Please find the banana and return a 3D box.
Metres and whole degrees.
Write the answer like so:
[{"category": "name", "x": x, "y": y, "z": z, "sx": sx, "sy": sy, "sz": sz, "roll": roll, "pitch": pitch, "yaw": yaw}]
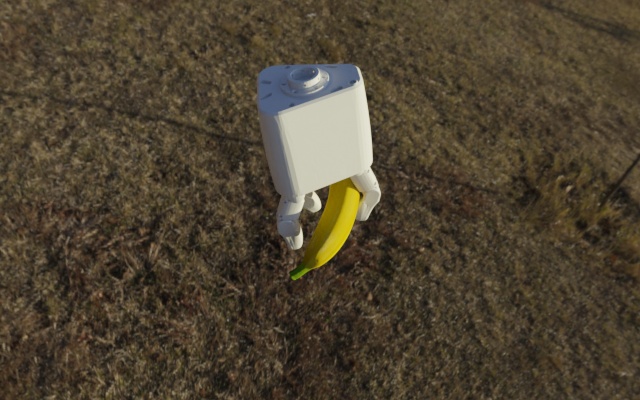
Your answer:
[{"category": "banana", "x": 0.015, "y": 0.003, "z": 0.571, "sx": 0.069, "sy": 0.197, "sz": 0.037, "roll": -7, "pitch": -44, "yaw": 31}]
